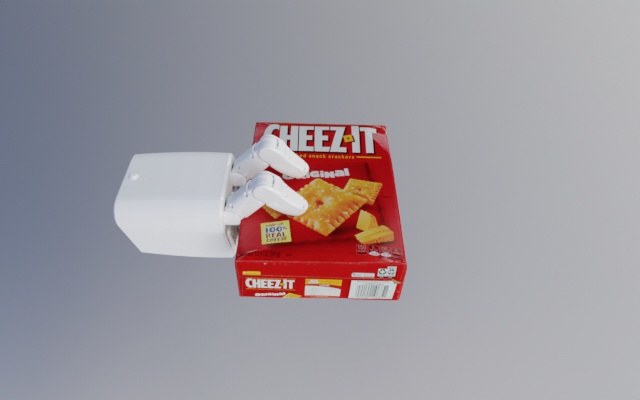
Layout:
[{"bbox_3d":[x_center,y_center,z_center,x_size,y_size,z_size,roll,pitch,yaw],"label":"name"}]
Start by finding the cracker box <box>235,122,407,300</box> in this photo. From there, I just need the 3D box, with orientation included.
[{"bbox_3d":[0.000,0.002,0.530,0.164,0.213,0.072,2,-43,-2],"label":"cracker box"}]
